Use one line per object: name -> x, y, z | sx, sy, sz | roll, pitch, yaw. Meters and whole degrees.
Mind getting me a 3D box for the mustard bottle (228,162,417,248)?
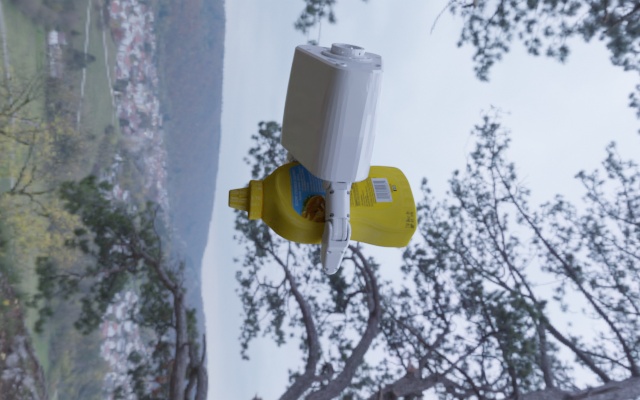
mustard bottle -> 0.000, 0.002, 0.505 | 0.191, 0.096, 0.058 | 3, -39, -13
